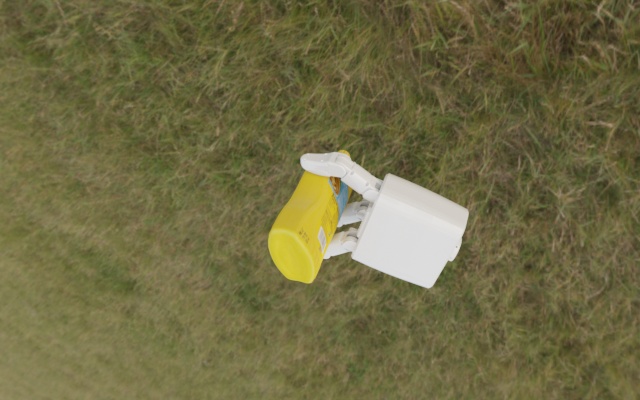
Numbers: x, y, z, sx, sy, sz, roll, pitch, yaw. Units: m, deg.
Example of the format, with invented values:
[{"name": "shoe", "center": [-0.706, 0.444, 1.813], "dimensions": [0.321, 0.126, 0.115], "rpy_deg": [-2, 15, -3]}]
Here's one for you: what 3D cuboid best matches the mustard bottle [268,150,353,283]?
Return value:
[{"name": "mustard bottle", "center": [0.000, 0.002, 0.602], "dimensions": [0.058, 0.096, 0.191], "rpy_deg": [7, 47, 23]}]
